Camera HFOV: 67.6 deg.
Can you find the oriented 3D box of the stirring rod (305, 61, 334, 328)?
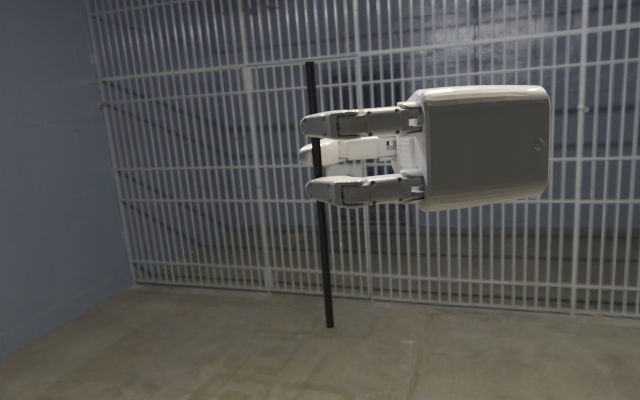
[{"bbox_3d":[0.000,0.001,0.425,0.011,0.239,0.011,-4,12,1],"label":"stirring rod"}]
